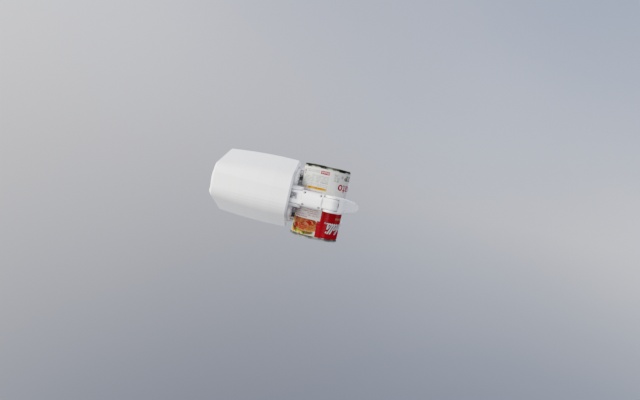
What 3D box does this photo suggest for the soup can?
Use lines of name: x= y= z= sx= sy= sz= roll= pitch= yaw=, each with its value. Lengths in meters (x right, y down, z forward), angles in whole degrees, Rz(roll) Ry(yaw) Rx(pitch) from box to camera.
soup can: x=0.001 y=0.002 z=0.680 sx=0.068 sy=0.102 sz=0.068 roll=13 pitch=2 yaw=0
